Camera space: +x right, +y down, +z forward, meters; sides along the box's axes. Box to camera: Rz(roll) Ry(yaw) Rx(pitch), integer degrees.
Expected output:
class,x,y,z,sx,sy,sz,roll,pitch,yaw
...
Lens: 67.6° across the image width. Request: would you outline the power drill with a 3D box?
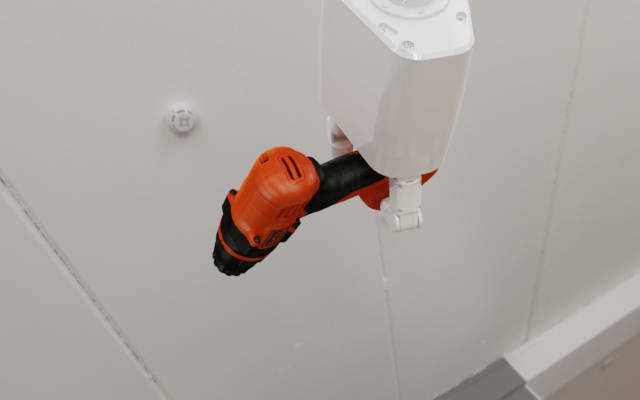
class,x,y,z,sx,sy,sz,roll,pitch,yaw
power drill,0.001,0.001,0.427,0.187,0.057,0.184,-21,-15,-32
